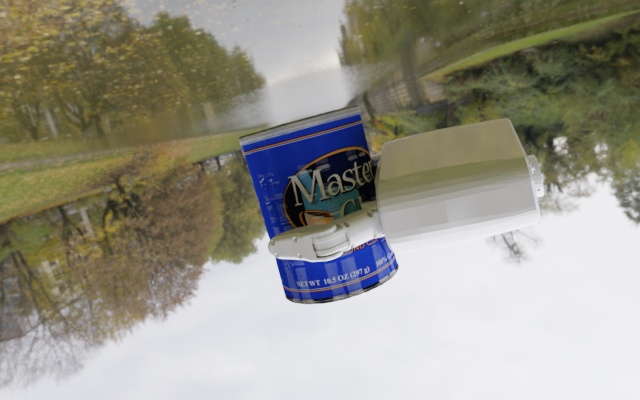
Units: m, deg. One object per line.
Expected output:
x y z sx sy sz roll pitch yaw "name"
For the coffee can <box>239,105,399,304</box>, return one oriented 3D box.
0.000 0.001 0.404 0.103 0.140 0.103 -15 9 2 "coffee can"
